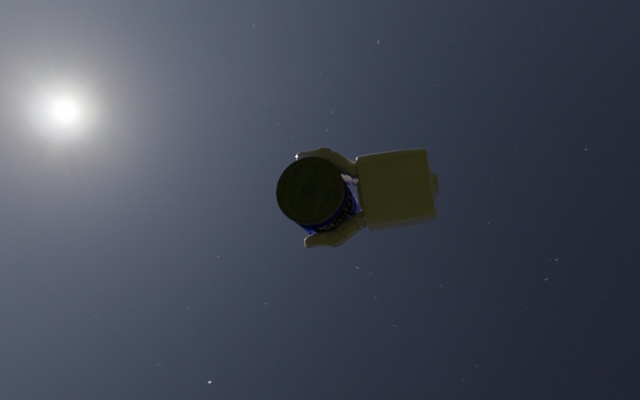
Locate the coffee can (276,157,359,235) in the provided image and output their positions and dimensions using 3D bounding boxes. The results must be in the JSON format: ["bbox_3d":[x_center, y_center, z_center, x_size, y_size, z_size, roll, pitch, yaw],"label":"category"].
[{"bbox_3d":[0.000,0.003,0.758,0.103,0.102,0.140,0,-15,14],"label":"coffee can"}]
